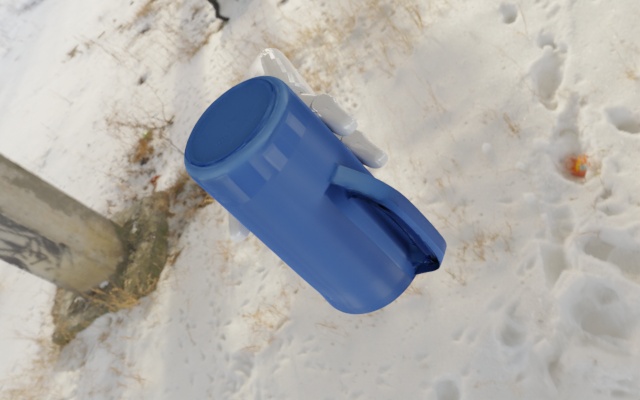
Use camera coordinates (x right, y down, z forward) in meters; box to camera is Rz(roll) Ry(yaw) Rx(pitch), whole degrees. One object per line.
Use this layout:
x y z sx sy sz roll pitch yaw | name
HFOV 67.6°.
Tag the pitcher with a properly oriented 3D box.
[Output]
0.000 0.001 0.450 0.149 0.145 0.243 -35 -49 12 | pitcher
